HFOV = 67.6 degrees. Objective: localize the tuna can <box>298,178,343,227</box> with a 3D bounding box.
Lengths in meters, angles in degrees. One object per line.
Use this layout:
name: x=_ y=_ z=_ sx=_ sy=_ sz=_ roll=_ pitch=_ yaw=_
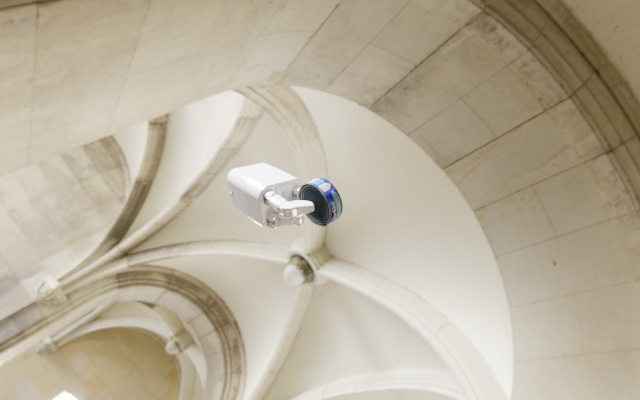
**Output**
tuna can: x=0.001 y=0.003 z=0.873 sx=0.033 sy=0.086 sz=0.086 roll=-29 pitch=17 yaw=-34
